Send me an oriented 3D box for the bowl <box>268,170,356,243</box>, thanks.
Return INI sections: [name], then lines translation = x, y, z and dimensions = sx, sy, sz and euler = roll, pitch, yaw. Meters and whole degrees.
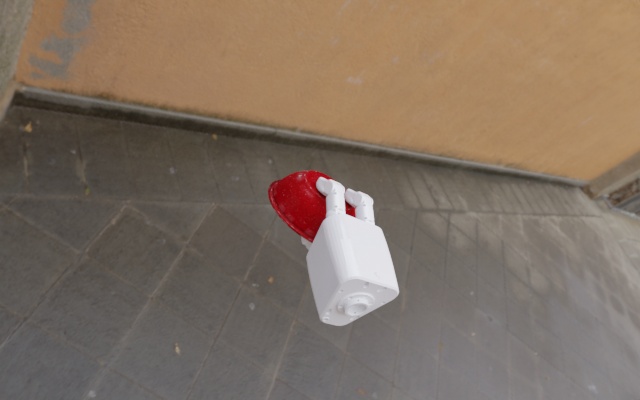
[bowl]
translation = 0.000, 0.001, 0.753
dimensions = 0.162, 0.055, 0.162
euler = 29, 25, -15
